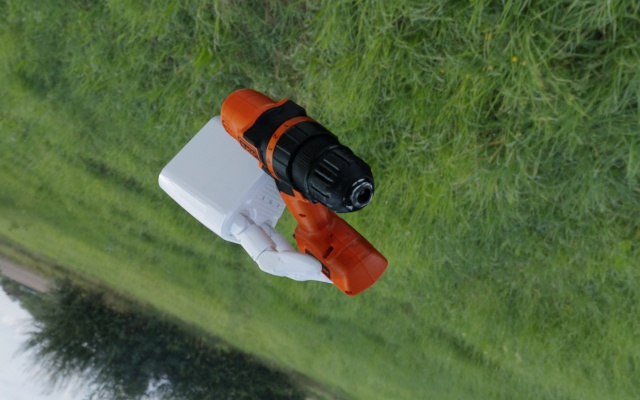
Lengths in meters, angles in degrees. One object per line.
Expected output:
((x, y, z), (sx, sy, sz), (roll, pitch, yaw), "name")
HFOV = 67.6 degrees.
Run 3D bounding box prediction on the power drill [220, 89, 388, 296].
((0.000, 0.002, 0.413), (0.057, 0.188, 0.184), (-36, 43, -12), "power drill")
